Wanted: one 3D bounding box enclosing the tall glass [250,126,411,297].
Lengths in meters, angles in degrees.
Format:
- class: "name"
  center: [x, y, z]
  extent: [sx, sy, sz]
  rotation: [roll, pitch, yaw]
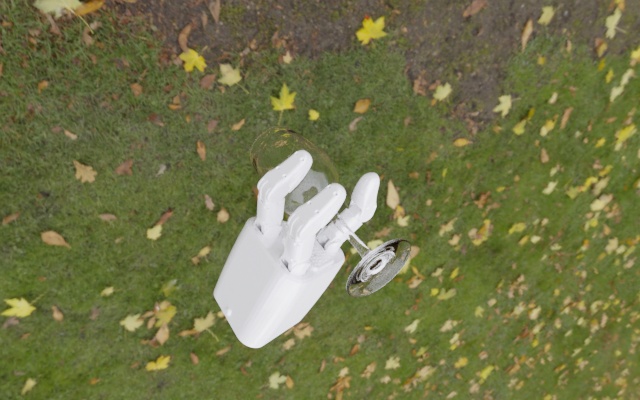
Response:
- class: "tall glass"
  center: [0.001, 0.002, 0.494]
  extent: [0.079, 0.079, 0.201]
  rotation: [0, 39, -44]
